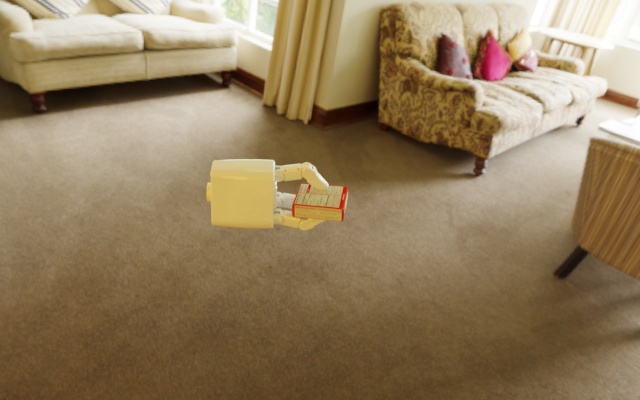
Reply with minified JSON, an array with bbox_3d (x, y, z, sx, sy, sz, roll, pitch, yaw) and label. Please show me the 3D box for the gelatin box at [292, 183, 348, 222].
[{"bbox_3d":[0.000,0.002,0.829,0.089,0.030,0.073,4,32,7],"label":"gelatin box"}]
